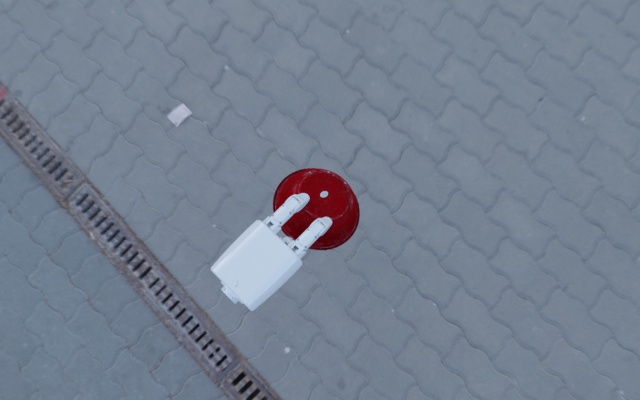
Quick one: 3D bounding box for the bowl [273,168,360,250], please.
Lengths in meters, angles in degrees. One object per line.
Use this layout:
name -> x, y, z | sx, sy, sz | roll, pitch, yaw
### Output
bowl -> 0.001, 0.002, 0.837 | 0.162, 0.162, 0.055 | 0, -25, -16
